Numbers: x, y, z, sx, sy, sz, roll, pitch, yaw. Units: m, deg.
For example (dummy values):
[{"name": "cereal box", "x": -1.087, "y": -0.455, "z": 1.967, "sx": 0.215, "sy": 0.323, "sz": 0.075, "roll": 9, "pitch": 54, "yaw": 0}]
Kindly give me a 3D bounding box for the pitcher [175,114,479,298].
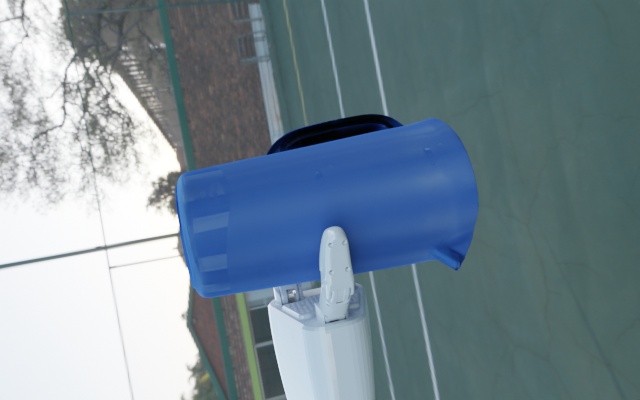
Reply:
[{"name": "pitcher", "x": 0.000, "y": 0.002, "z": 0.434, "sx": 0.243, "sy": 0.145, "sz": 0.149, "roll": -10, "pitch": 9, "yaw": -12}]
